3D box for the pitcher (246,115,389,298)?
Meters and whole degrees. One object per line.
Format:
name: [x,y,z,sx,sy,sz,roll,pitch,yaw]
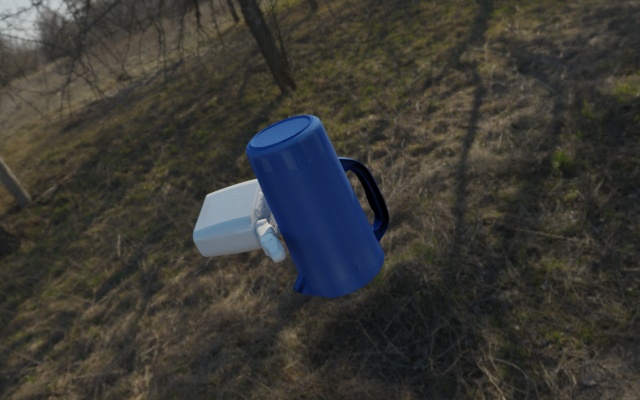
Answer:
pitcher: [0.000,0.002,0.681,0.145,0.243,0.149,-13,28,20]
